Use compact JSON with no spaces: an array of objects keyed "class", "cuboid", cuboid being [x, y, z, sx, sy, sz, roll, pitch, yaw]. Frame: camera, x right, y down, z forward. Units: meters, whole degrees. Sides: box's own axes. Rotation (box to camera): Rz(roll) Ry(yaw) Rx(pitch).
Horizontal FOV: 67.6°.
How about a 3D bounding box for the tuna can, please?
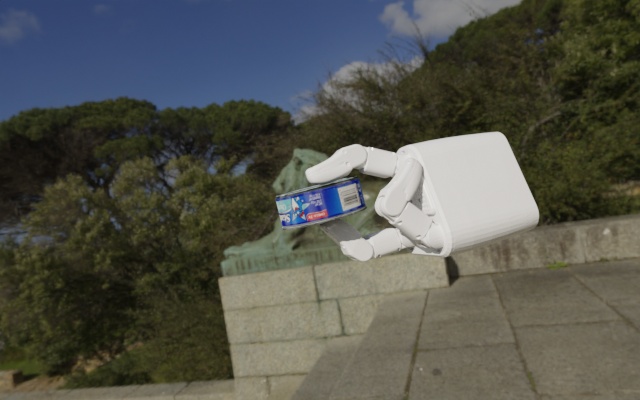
[{"class":"tuna can","cuboid":[0.000,0.001,0.468,0.086,0.034,0.086,-14,3,1]}]
